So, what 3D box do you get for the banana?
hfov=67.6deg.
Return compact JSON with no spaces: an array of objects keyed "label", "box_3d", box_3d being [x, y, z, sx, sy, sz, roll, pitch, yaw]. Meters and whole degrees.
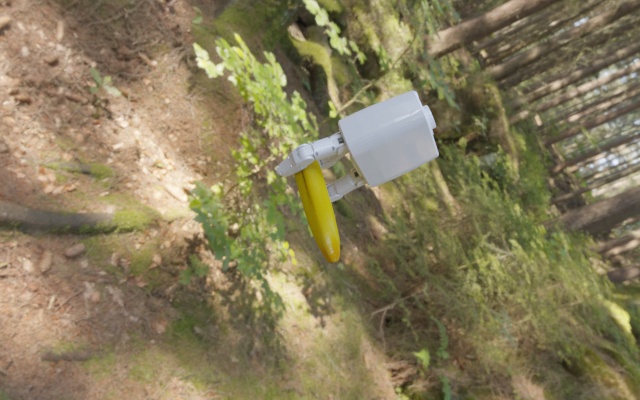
[{"label":"banana","box_3d":[-0.007,-0.011,0.647,0.037,0.197,0.070,-22,-41,8]}]
